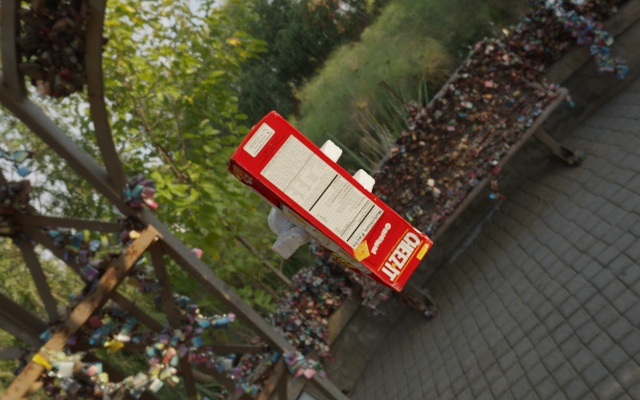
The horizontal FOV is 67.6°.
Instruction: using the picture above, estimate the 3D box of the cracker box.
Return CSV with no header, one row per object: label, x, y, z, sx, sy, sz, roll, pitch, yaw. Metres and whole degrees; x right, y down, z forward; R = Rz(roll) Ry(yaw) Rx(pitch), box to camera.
cracker box,0.000,0.002,0.537,0.214,0.072,0.164,39,-8,-9
